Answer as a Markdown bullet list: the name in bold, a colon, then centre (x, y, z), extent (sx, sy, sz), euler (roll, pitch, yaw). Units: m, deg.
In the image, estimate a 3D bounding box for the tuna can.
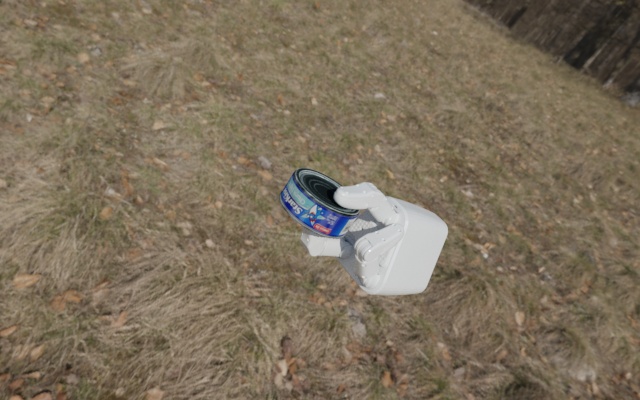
- **tuna can**: centre (0.000, 0.001, 0.523), extent (0.086, 0.034, 0.086), euler (28, 22, -13)
